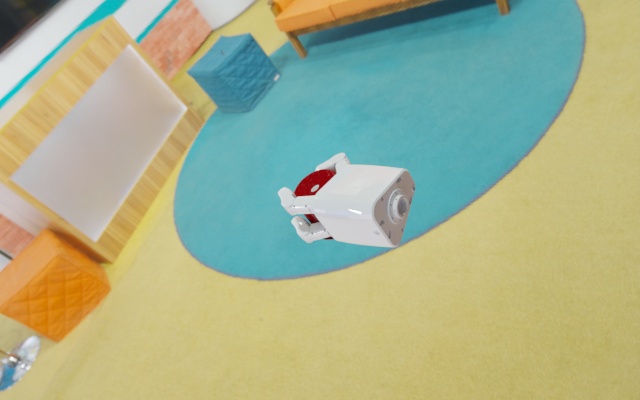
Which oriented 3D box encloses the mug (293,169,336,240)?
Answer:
[{"bbox_3d":[-0.001,0.002,0.787,0.117,0.093,0.081,5,-36,41],"label":"mug"}]
